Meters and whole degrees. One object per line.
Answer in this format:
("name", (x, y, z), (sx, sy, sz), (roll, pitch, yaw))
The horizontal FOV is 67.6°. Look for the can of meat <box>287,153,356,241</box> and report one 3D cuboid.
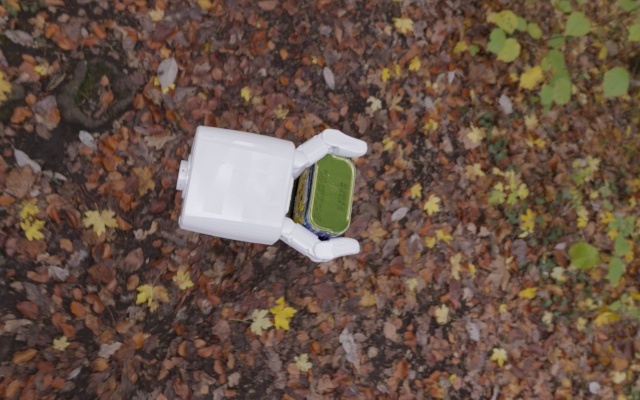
("can of meat", (0.000, 0.002, 0.581), (0.057, 0.102, 0.084), (13, -20, -16))
